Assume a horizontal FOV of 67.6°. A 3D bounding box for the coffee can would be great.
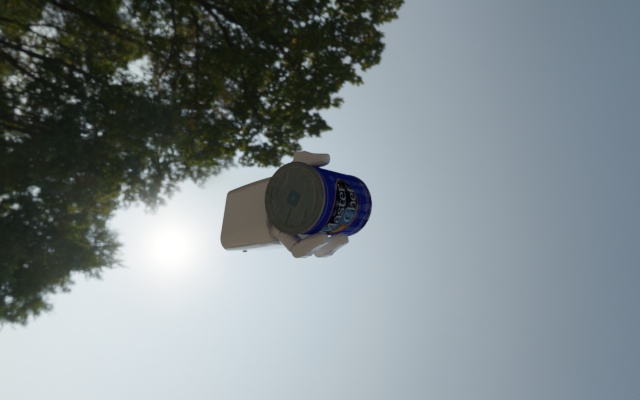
[{"bbox_3d":[0.000,0.002,0.720,0.103,0.103,0.140,0,-5,34],"label":"coffee can"}]
